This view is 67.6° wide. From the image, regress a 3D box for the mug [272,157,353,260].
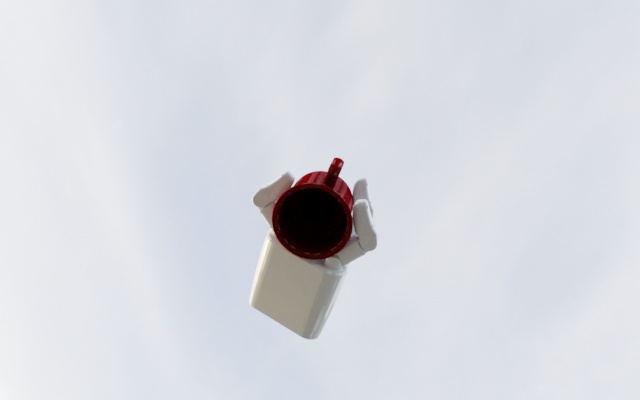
[{"bbox_3d":[0.001,0.001,0.570,0.093,0.117,0.081,21,21,2],"label":"mug"}]
